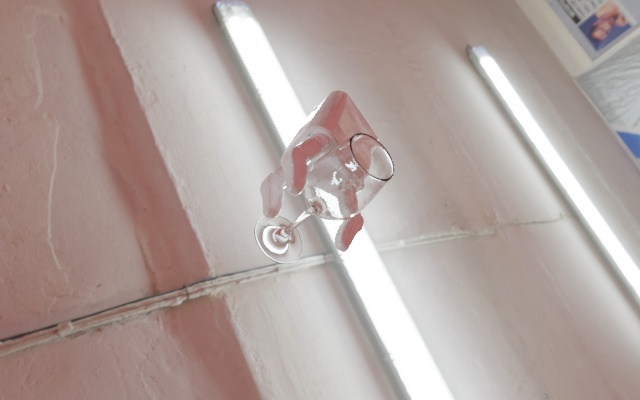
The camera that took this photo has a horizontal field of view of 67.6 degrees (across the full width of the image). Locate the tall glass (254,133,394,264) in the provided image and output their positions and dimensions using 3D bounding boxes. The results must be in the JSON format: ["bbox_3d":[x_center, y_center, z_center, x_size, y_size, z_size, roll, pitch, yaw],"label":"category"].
[{"bbox_3d":[0.000,0.002,0.578,0.079,0.079,0.201,0,-30,-41],"label":"tall glass"}]
